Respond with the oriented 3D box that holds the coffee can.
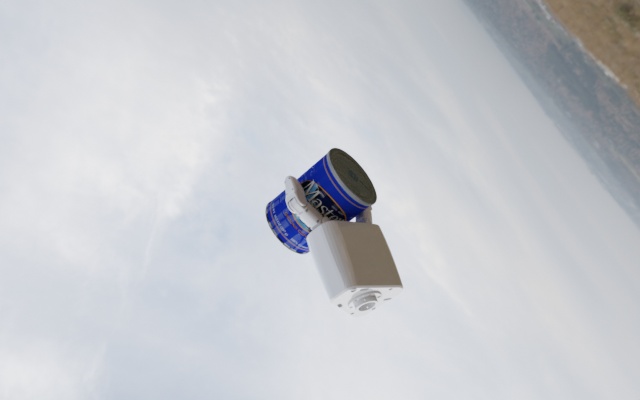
[{"bbox_3d":[0.000,0.002,0.729,0.140,0.102,0.103,-39,-19,25],"label":"coffee can"}]
